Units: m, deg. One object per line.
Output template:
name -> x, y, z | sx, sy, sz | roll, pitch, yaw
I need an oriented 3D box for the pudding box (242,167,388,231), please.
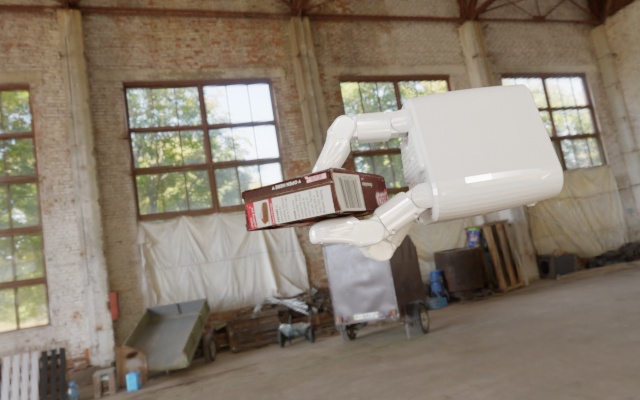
pudding box -> 0.000, 0.001, 0.422 | 0.090, 0.039, 0.113 | -14, -9, 27
